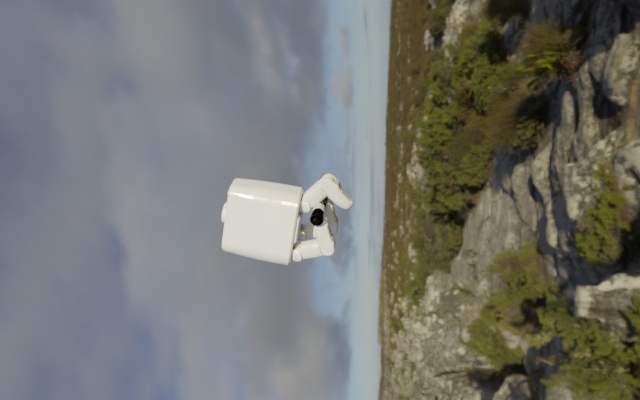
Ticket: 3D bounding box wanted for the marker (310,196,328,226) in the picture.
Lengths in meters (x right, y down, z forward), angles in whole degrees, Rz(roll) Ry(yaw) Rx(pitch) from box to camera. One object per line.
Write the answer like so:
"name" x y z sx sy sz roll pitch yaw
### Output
"marker" 0.000 0.002 0.713 0.020 0.020 0.121 0 28 7
